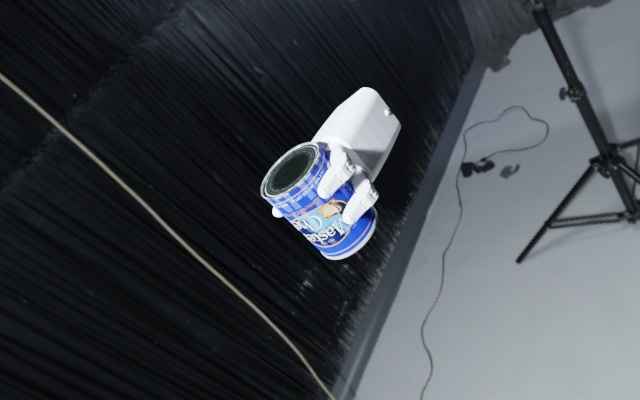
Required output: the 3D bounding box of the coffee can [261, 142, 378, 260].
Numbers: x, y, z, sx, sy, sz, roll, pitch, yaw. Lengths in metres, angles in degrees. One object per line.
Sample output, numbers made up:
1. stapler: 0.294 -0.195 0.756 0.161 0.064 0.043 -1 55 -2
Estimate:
1. coffee can: 0.000 0.002 0.675 0.103 0.102 0.140 0 -39 51
